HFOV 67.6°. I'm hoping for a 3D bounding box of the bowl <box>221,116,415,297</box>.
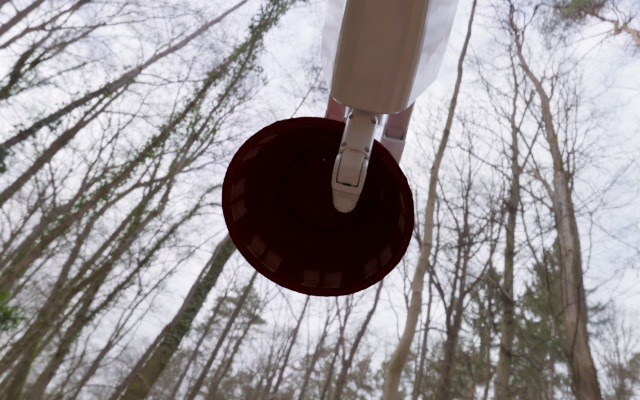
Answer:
[{"bbox_3d":[0.000,0.002,0.414,0.162,0.162,0.055,0,22,13],"label":"bowl"}]
